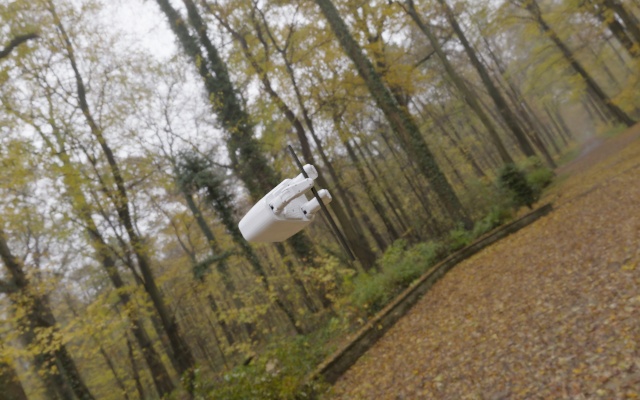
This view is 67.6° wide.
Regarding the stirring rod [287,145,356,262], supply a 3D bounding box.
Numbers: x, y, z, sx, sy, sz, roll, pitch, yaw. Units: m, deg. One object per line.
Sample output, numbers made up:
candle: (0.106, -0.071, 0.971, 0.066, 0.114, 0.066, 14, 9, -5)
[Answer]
stirring rod: (0.000, 0.003, 0.856, 0.011, 0.239, 0.011, -29, -10, -5)
